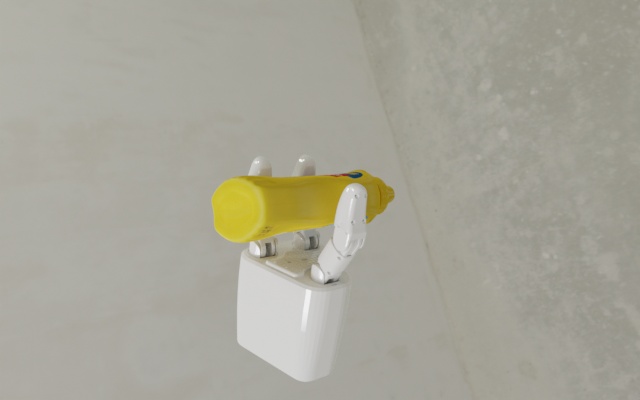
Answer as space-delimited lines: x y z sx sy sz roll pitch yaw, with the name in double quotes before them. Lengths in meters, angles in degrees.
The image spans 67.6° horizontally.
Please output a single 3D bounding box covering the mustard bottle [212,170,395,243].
"mustard bottle" 0.000 0.001 0.466 0.191 0.058 0.096 -5 -4 -37
